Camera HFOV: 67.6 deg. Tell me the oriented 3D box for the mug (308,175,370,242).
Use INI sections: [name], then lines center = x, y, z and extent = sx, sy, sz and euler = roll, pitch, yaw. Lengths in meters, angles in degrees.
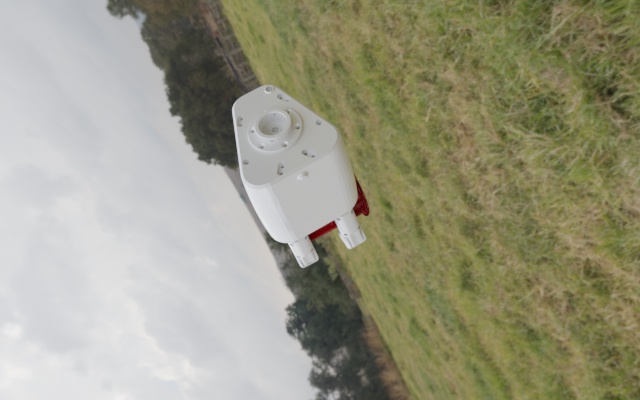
[mug]
center = 0.000, 0.003, 0.559
extent = 0.081, 0.093, 0.117
euler = -29, -31, -6
